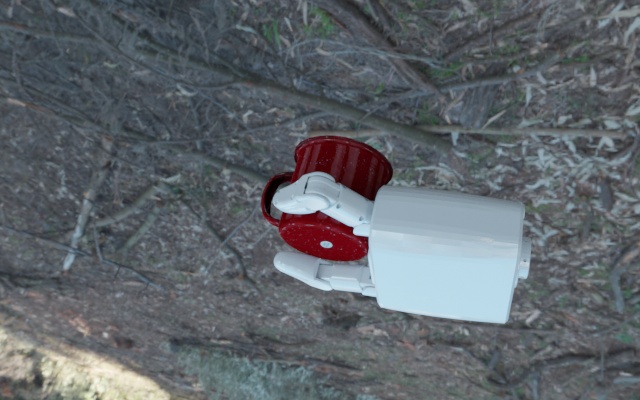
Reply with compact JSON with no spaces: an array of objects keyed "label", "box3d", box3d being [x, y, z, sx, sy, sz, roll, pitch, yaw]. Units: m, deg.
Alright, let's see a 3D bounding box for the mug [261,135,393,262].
[{"label":"mug","box3d":[-0.001,0.001,0.426,0.117,0.081,0.093,5,-27,20]}]
